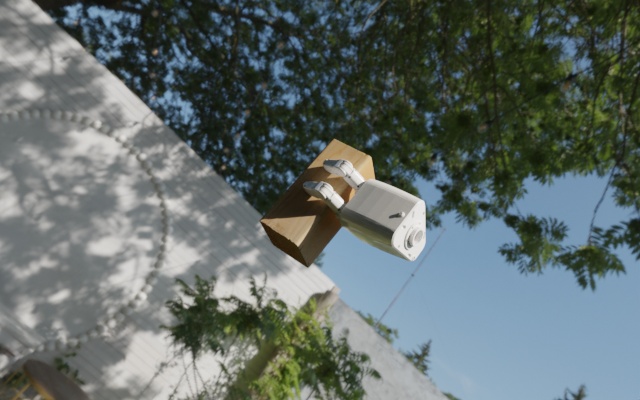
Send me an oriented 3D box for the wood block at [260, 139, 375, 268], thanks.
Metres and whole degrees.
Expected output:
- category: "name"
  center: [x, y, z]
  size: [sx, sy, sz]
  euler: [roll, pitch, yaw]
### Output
- category: "wood block"
  center: [0.001, 0.003, 0.850]
  size: [0.090, 0.206, 0.091]
  euler: [30, -23, 28]
